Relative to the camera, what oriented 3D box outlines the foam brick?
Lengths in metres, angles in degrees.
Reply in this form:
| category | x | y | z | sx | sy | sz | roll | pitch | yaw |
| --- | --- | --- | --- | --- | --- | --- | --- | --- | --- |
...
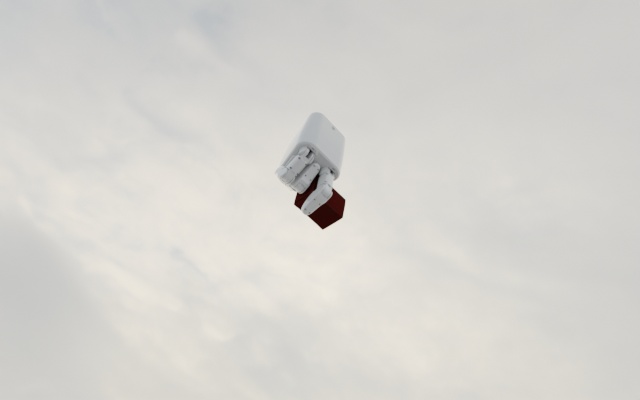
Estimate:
| category | x | y | z | sx | sy | sz | roll | pitch | yaw |
| --- | --- | --- | --- | --- | --- | --- | --- | --- | --- |
| foam brick | 0.000 | 0.003 | 0.856 | 0.053 | 0.051 | 0.078 | -31 | -61 | 32 |
